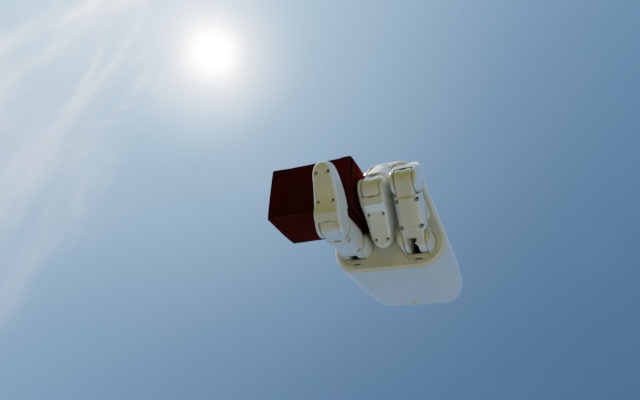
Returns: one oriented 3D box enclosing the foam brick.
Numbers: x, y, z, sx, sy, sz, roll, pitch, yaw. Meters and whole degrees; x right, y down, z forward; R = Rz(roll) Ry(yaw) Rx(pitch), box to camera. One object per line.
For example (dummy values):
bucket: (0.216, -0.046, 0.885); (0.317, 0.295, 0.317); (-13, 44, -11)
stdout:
foam brick: (0.000, 0.001, 0.426); (0.078, 0.053, 0.051); (-9, -33, 23)
